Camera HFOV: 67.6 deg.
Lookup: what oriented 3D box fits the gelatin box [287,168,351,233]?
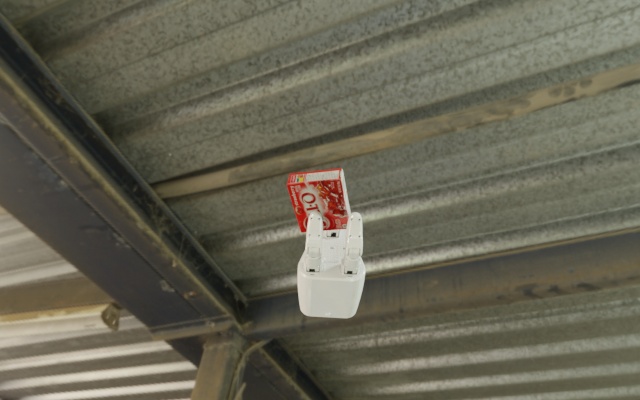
[{"bbox_3d":[0.000,0.002,0.652,0.073,0.089,0.030,-5,38,11],"label":"gelatin box"}]
